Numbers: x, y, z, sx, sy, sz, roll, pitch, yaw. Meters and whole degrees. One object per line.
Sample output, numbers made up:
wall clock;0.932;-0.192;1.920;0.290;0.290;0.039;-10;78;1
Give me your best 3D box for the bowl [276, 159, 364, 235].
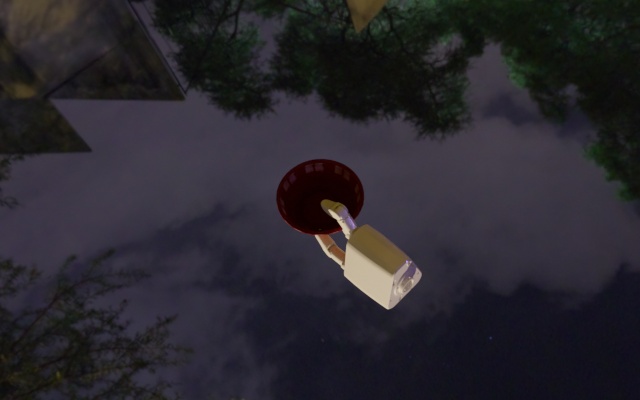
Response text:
bowl;0.000;0.002;0.895;0.162;0.162;0.055;0;-29;3
